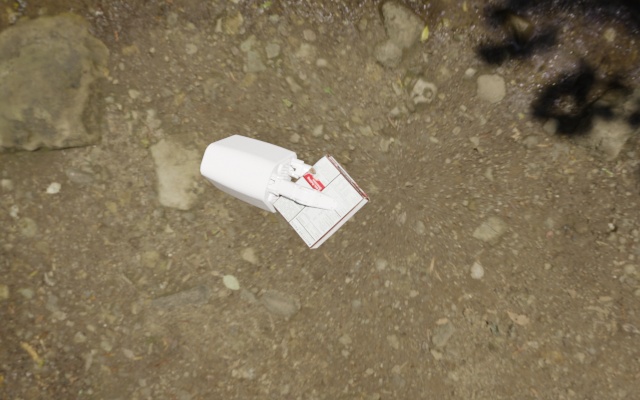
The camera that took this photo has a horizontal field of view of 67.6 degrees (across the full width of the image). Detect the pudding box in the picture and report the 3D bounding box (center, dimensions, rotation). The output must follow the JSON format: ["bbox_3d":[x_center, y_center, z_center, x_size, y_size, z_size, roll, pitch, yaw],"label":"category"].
[{"bbox_3d":[0.000,0.002,0.697,0.113,0.090,0.039,-43,-11,11],"label":"pudding box"}]
